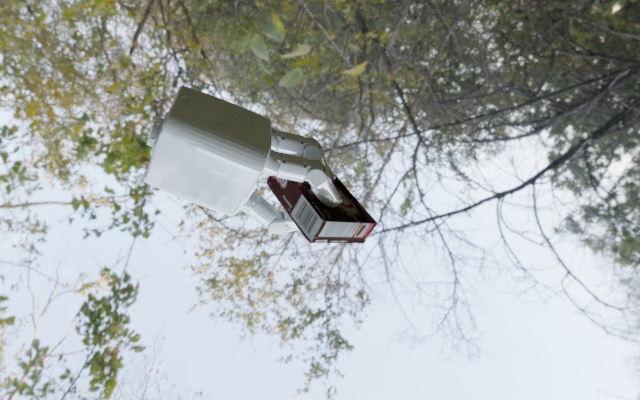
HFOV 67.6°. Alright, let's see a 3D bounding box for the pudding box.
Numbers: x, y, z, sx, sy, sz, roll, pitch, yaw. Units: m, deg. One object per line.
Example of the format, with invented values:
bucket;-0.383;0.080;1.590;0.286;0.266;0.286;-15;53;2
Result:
pudding box;0.000;0.002;0.569;0.090;0.039;0.113;4;39;-43
